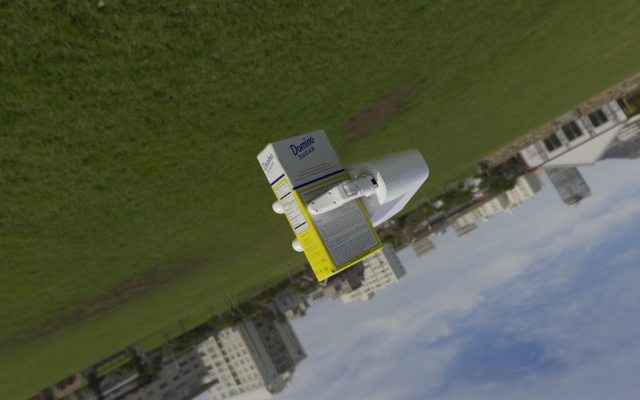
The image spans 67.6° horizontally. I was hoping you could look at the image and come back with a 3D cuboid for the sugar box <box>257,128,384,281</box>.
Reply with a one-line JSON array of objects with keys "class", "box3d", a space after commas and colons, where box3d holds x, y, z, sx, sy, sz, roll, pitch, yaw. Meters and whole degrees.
[{"class": "sugar box", "box3d": [0.000, 0.002, 0.606, 0.093, 0.176, 0.048, -22, -10, -39]}]
